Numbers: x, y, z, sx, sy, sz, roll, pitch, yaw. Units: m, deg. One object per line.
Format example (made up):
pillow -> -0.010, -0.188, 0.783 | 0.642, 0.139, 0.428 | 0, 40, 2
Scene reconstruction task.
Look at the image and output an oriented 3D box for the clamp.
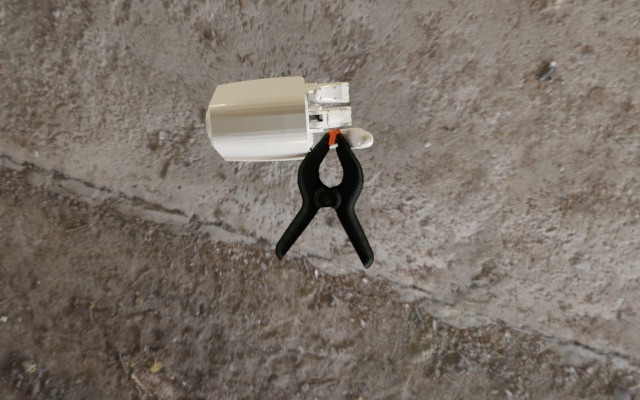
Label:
clamp -> 0.000, 0.002, 0.573 | 0.120, 0.171, 0.039 | -4, 8, 0
